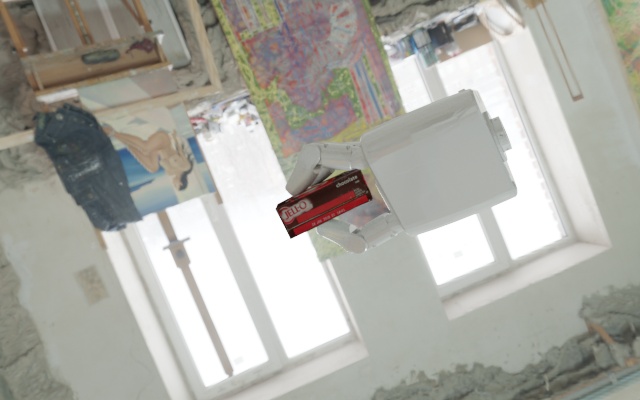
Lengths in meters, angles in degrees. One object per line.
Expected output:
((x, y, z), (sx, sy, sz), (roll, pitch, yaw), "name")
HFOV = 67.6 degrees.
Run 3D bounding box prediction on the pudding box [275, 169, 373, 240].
((0.000, 0.002, 0.500), (0.090, 0.039, 0.113), (-25, 1, -3), "pudding box")
